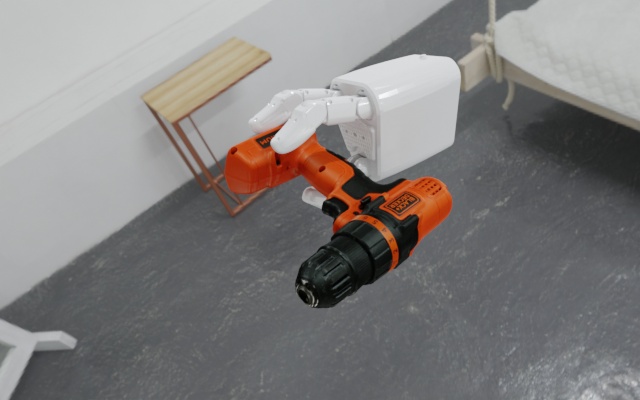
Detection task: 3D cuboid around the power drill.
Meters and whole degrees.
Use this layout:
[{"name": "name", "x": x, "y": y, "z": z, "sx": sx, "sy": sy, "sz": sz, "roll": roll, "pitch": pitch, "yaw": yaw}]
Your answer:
[{"name": "power drill", "x": 0.000, "y": 0.001, "z": 0.434, "sx": 0.187, "sy": 0.057, "sz": 0.184, "roll": 33, "pitch": 43, "yaw": 29}]
